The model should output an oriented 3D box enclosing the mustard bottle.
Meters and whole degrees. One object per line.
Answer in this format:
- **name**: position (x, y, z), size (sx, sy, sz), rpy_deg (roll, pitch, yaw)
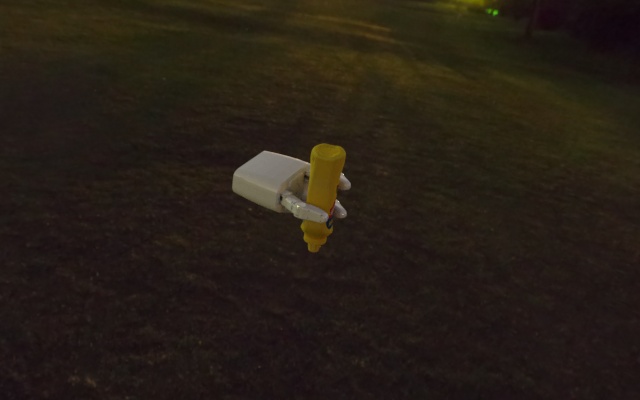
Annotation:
- **mustard bottle**: position (0.000, 0.003, 0.837), size (0.058, 0.192, 0.096), rpy_deg (11, 21, 3)
